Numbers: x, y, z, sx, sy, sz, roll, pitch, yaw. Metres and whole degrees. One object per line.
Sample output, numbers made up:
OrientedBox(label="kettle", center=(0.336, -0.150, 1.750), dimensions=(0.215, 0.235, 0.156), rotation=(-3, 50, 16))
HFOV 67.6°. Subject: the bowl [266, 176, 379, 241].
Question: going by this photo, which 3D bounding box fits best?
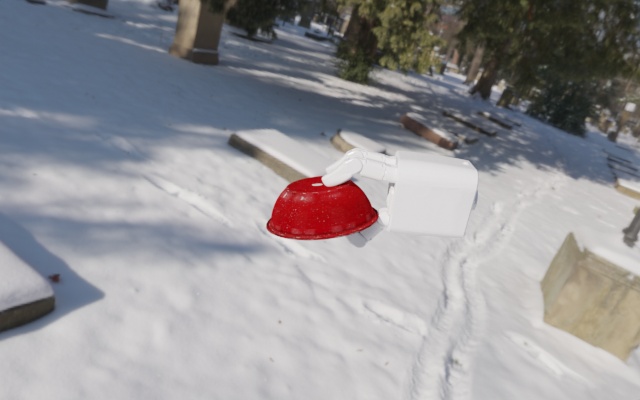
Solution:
OrientedBox(label="bowl", center=(-0.001, 0.002, 0.673), dimensions=(0.162, 0.055, 0.162), rotation=(-6, 16, 2))
